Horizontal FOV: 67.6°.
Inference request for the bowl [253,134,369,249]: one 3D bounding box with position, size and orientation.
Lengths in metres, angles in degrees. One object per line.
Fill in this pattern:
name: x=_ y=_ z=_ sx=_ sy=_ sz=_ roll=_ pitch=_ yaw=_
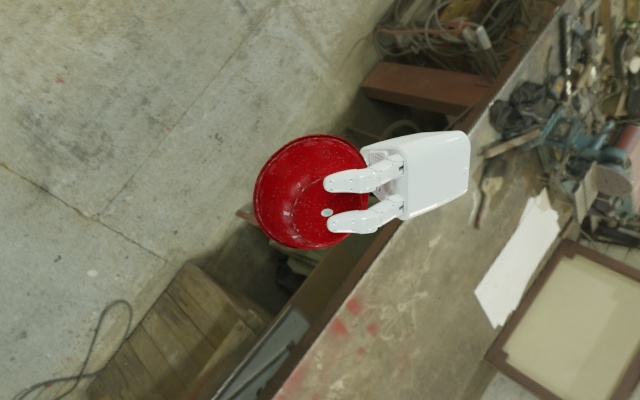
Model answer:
bowl: x=-0.001 y=0.003 z=0.596 sx=0.162 sy=0.162 sz=0.055 roll=0 pitch=24 yaw=-23
